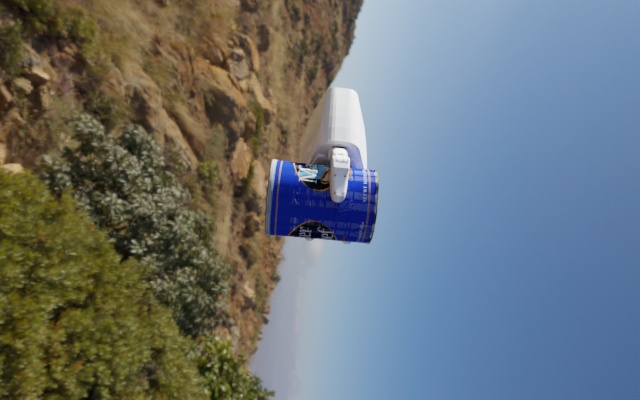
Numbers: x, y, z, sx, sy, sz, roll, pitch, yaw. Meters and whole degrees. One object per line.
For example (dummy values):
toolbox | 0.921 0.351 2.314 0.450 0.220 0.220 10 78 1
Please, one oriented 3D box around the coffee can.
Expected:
coffee can | 0.000 0.002 0.645 0.140 0.103 0.103 5 0 -3
